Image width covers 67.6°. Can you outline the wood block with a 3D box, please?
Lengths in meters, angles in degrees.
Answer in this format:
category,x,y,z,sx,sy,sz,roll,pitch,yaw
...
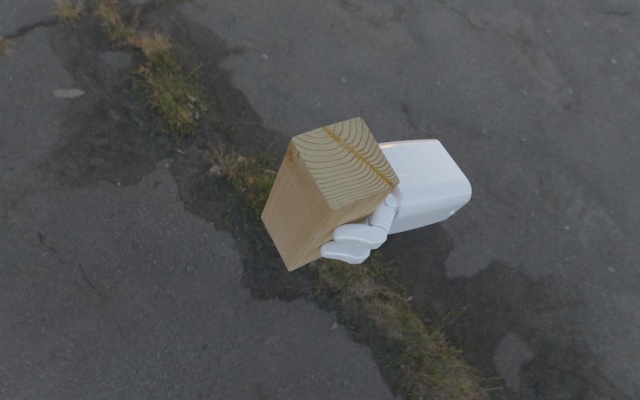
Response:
category,x,y,z,sx,sy,sz,roll,pitch,yaw
wood block,0.000,0.001,0.580,0.090,0.090,0.206,-21,-17,-24
